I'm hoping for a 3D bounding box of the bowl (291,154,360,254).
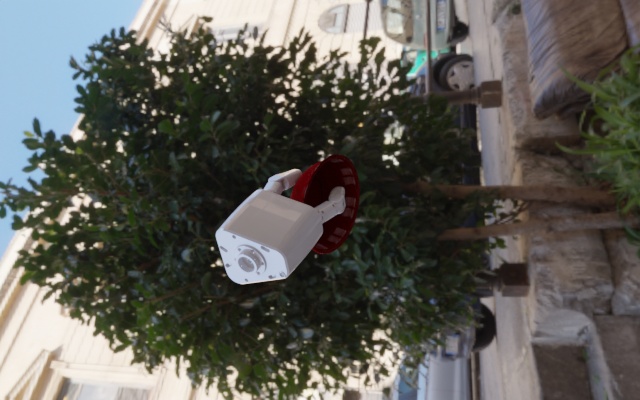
[{"bbox_3d":[0.001,0.002,0.778,0.055,0.162,0.162,11,6,35],"label":"bowl"}]
